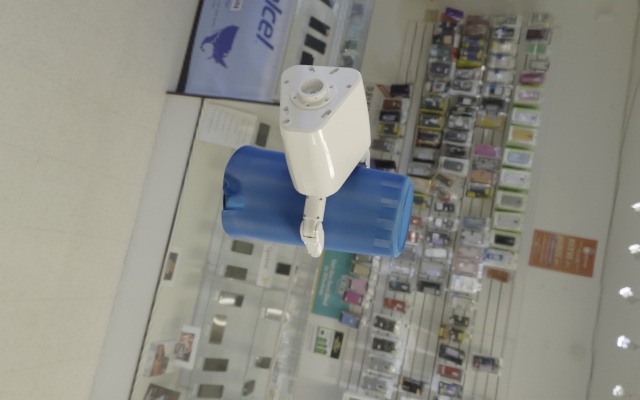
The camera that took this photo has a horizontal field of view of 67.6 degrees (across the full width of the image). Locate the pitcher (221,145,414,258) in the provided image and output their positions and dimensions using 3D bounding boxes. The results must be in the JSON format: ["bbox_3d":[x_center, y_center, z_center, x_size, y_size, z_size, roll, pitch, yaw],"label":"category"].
[{"bbox_3d":[0.000,0.002,0.657,0.243,0.149,0.145,9,-35,17],"label":"pitcher"}]
